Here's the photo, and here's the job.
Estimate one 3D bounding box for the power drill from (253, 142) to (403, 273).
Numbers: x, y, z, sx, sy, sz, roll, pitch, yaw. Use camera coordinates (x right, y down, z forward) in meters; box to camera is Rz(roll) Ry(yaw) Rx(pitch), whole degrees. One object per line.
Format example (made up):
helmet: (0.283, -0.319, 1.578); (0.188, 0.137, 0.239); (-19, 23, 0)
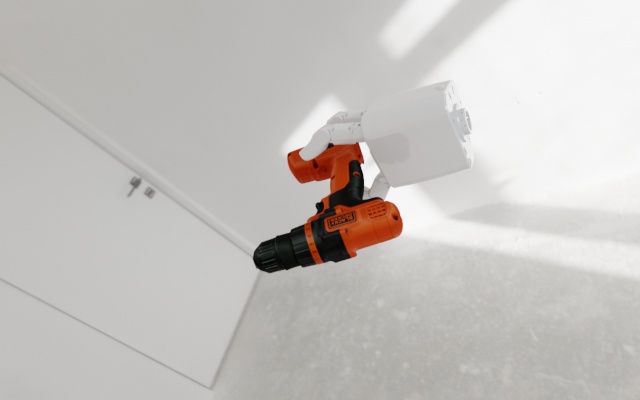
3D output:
power drill: (0.000, 0.002, 0.616); (0.184, 0.187, 0.057); (-16, -47, 7)
